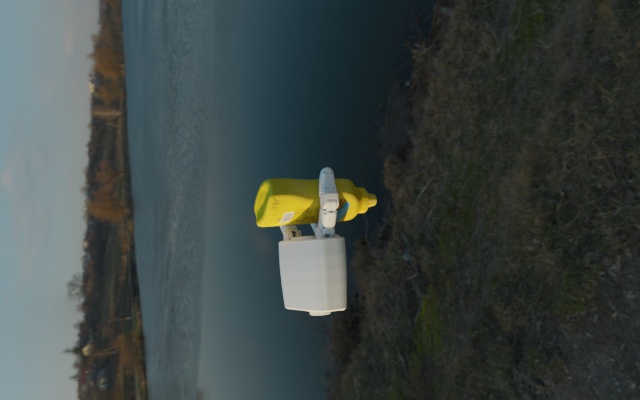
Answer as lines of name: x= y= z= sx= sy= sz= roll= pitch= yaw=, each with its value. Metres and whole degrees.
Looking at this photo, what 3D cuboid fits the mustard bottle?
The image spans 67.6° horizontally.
mustard bottle: x=0.000 y=0.002 z=0.741 sx=0.191 sy=0.058 sz=0.096 roll=-2 pitch=-31 yaw=-23
